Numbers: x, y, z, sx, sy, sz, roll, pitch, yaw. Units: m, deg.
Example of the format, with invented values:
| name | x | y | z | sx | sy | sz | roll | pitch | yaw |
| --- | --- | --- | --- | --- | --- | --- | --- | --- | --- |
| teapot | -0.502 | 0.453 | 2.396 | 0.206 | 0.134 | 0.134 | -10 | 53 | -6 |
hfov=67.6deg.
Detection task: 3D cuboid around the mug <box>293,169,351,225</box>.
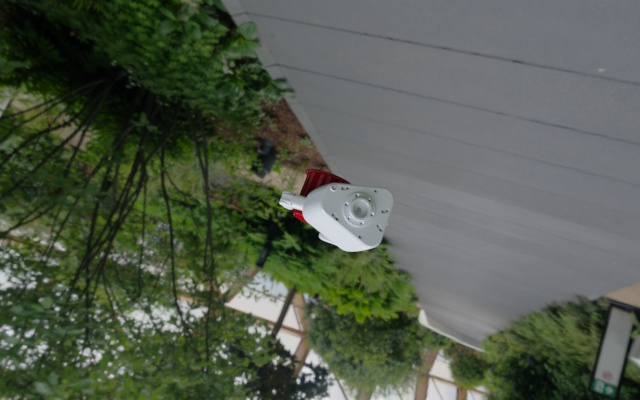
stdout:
| name | x | y | z | sx | sy | sz | roll | pitch | yaw |
| --- | --- | --- | --- | --- | --- | --- | --- | --- | --- |
| mug | 0.000 | 0.003 | 0.839 | 0.093 | 0.081 | 0.117 | 23 | -12 | -10 |
